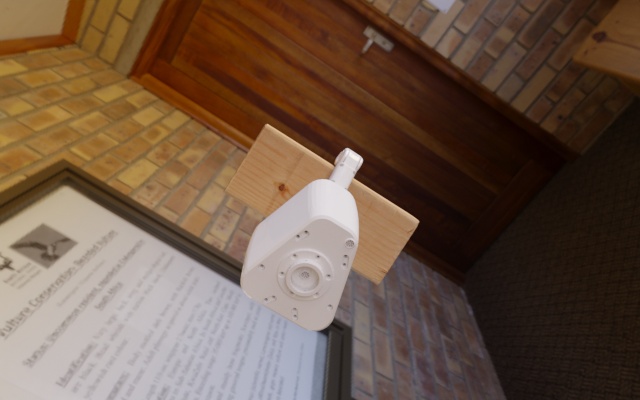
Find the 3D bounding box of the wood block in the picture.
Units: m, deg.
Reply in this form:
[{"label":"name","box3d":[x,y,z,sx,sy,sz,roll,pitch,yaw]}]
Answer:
[{"label":"wood block","box3d":[0.000,0.002,0.573,0.206,0.091,0.090,32,4,-9]}]
